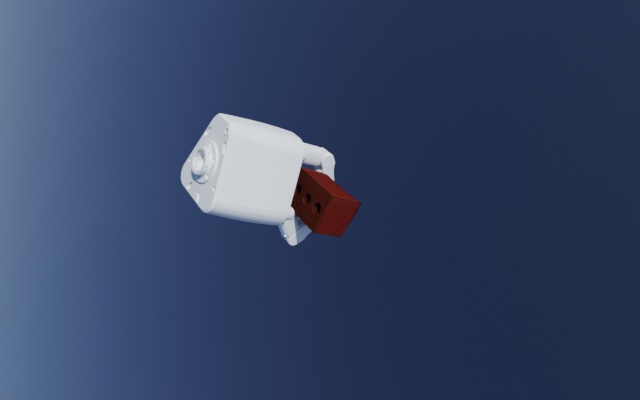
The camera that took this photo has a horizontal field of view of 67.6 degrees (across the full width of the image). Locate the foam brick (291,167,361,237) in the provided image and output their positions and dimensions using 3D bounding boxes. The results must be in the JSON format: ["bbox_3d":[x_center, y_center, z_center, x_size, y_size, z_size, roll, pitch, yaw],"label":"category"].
[{"bbox_3d":[0.000,0.002,0.599,0.051,0.053,0.078,13,22,-45],"label":"foam brick"}]
